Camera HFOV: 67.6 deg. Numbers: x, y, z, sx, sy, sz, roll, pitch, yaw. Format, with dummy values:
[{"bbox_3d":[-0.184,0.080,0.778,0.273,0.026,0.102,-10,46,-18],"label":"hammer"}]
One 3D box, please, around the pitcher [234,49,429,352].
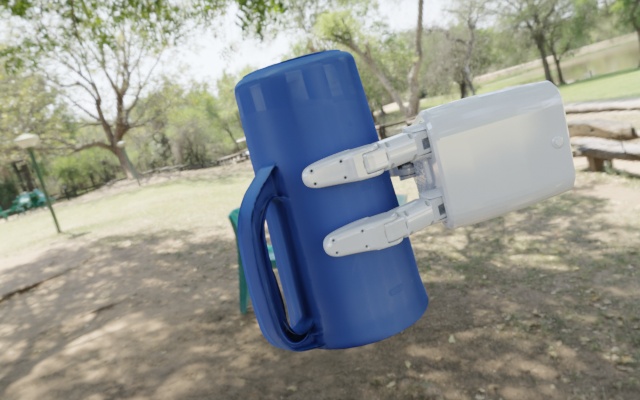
[{"bbox_3d":[0.000,0.001,0.425,0.145,0.243,0.149,-16,10,2],"label":"pitcher"}]
